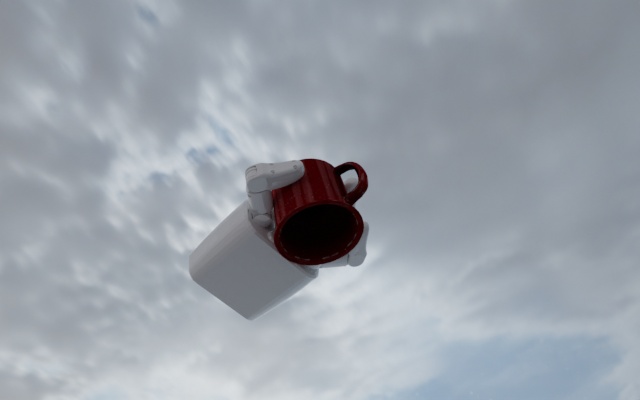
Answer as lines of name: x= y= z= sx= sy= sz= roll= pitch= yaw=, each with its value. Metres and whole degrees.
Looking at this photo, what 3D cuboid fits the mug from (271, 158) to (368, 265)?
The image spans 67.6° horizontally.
mug: x=0.001 y=0.001 z=0.508 sx=0.117 sy=0.081 sz=0.093 roll=-40 pitch=-51 yaw=20
